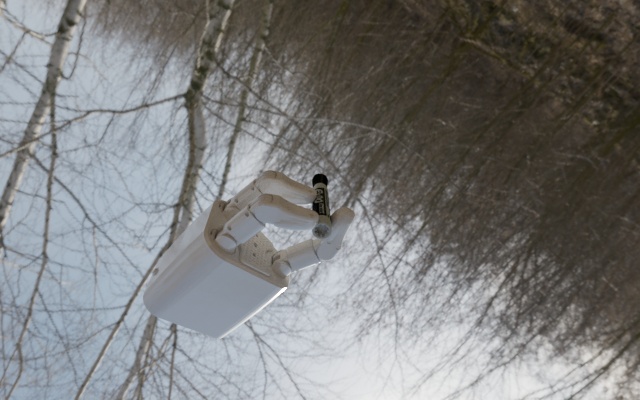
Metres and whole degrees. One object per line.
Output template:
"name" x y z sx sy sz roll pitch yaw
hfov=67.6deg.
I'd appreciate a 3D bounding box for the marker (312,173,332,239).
"marker" 0.000 0.002 0.504 0.020 0.020 0.121 0 27 -1
